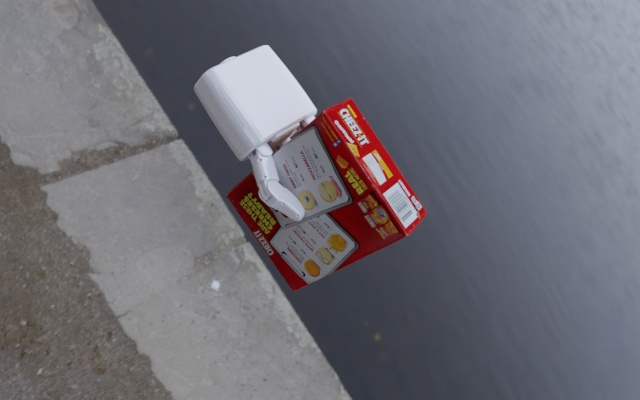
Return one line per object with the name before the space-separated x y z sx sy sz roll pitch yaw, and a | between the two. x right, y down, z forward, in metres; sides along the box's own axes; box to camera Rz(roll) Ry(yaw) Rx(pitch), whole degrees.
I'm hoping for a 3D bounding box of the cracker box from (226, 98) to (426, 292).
cracker box | 0.000 0.002 0.598 0.214 0.164 0.072 -34 1 42
